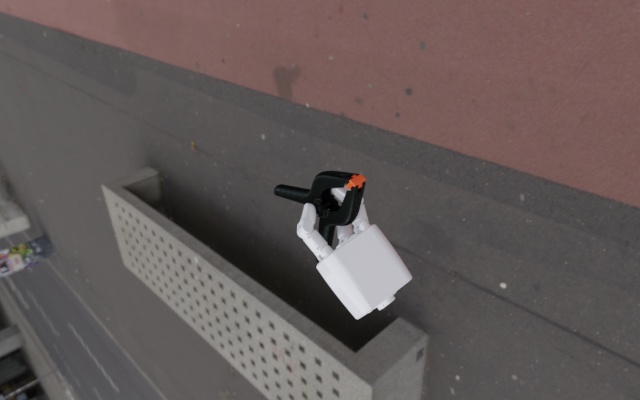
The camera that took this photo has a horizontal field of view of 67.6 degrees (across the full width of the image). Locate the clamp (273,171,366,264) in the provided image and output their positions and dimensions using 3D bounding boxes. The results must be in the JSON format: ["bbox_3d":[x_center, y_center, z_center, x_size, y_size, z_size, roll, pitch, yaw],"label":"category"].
[{"bbox_3d":[0.000,0.003,0.793,0.036,0.164,0.210,-30,-12,-38],"label":"clamp"}]
